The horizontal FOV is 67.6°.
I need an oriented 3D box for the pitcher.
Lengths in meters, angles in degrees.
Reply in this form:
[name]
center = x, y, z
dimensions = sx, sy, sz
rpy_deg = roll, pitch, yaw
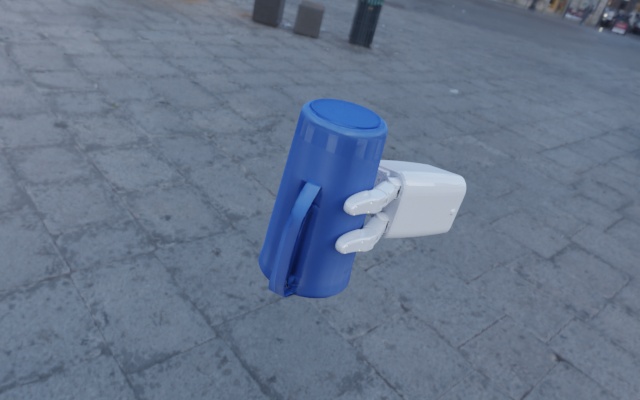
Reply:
[pitcher]
center = 0.000, 0.002, 0.617
dimensions = 0.145, 0.243, 0.149
rpy_deg = 0, 32, -24
